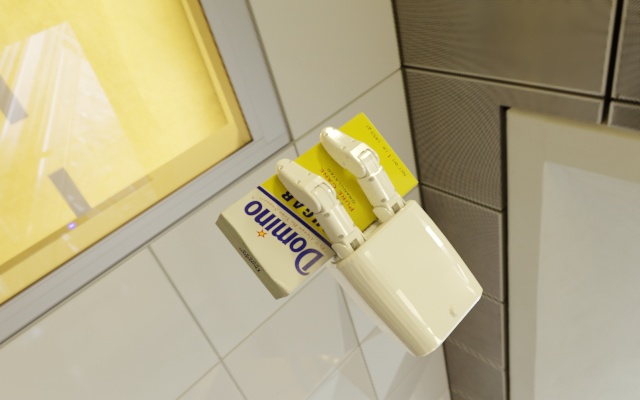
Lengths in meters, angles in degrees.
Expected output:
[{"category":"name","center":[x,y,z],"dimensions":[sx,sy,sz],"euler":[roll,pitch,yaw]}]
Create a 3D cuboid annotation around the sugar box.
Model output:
[{"category":"sugar box","center":[0.000,0.001,0.450],"dimensions":[0.176,0.093,0.048],"euler":[-39,0,-26]}]
